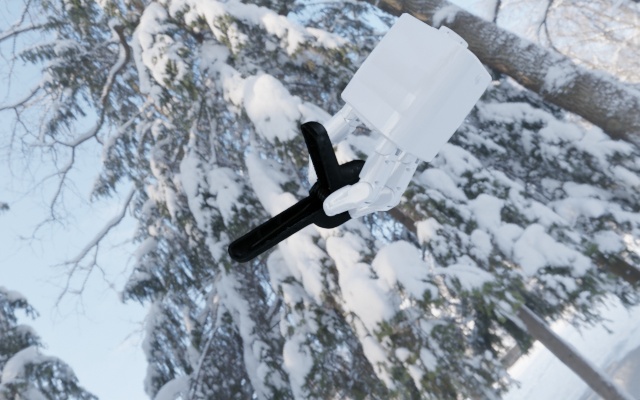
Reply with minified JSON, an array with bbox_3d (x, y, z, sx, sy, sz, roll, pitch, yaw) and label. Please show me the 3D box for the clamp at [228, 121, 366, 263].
[{"bbox_3d":[0.000,0.001,0.525,0.036,0.164,0.210,47,19,26],"label":"clamp"}]
